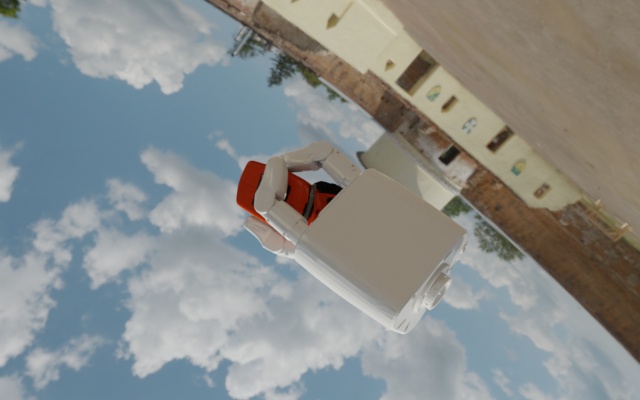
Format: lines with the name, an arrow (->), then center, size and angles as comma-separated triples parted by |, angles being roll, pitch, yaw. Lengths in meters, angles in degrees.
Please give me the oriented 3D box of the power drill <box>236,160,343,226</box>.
power drill -> 0.000, 0.002, 0.554 | 0.188, 0.057, 0.184 | 11, 8, -44
